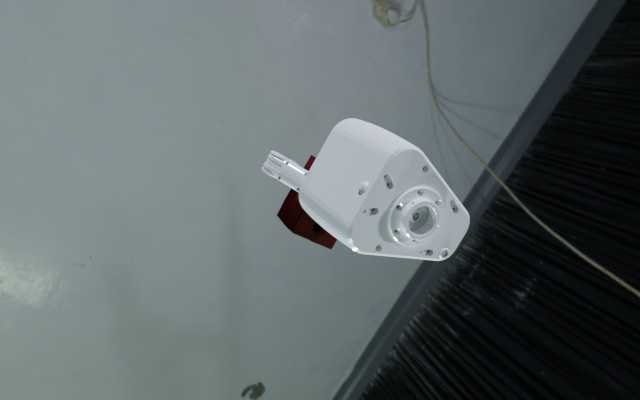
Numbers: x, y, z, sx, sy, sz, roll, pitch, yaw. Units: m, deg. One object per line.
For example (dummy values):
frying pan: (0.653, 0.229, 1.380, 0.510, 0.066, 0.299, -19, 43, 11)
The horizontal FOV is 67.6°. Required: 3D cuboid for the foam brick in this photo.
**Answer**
foam brick: (0.000, 0.002, 0.498, 0.053, 0.078, 0.051, 26, 7, -29)
